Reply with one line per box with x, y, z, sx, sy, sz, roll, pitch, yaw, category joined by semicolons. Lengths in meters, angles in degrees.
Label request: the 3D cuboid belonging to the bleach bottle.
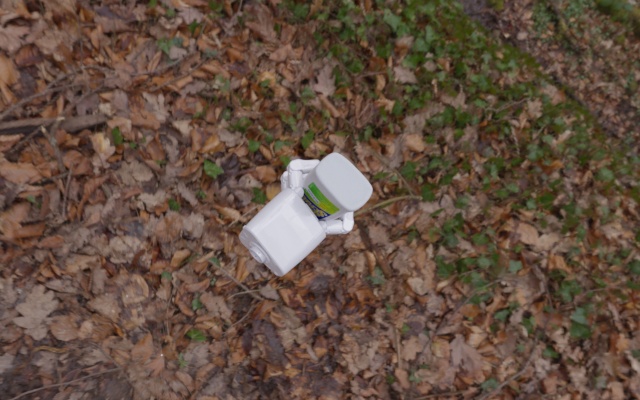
0.000;0.003;0.875;0.068;0.102;0.251;-43;-1;-25;bleach bottle
